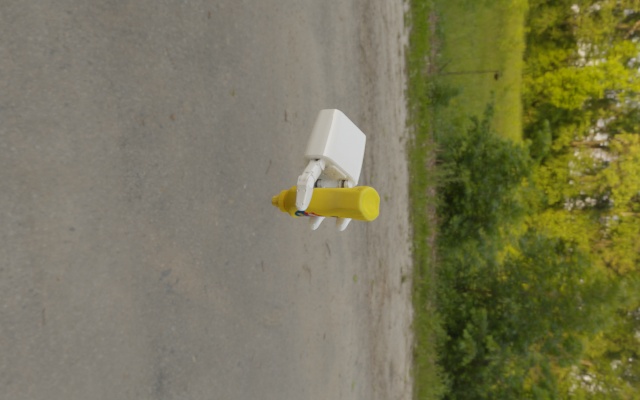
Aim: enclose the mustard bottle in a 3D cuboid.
[{"bbox_3d":[0.000,0.003,0.838,0.191,0.058,0.096,2,-3,26],"label":"mustard bottle"}]
